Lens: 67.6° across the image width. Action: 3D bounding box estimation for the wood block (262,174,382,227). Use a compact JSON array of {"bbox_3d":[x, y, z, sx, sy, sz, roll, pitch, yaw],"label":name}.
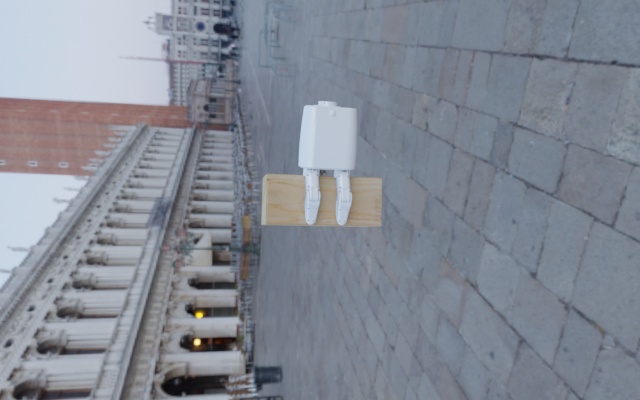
[{"bbox_3d":[0.000,0.002,0.872,0.206,0.090,0.091,2,-3,-12],"label":"wood block"}]
